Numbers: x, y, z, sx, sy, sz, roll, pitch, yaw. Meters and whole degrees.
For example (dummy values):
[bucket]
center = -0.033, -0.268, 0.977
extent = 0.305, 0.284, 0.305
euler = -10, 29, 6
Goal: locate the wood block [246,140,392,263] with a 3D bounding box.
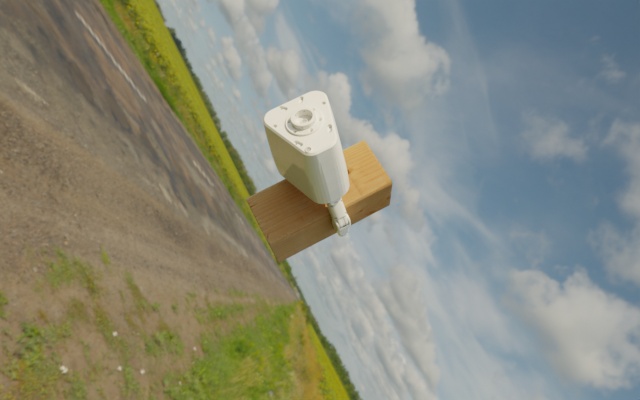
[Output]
[wood block]
center = 0.000, 0.002, 0.754
extent = 0.206, 0.090, 0.090
euler = -27, -23, -7
